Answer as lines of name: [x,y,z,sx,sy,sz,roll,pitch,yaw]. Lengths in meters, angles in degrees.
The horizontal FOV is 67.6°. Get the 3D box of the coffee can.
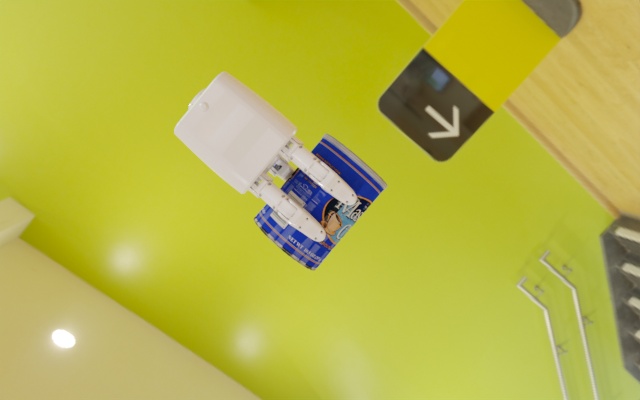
coffee can: [0.000,0.002,0.601,0.103,0.140,0.103,40,2,-2]
